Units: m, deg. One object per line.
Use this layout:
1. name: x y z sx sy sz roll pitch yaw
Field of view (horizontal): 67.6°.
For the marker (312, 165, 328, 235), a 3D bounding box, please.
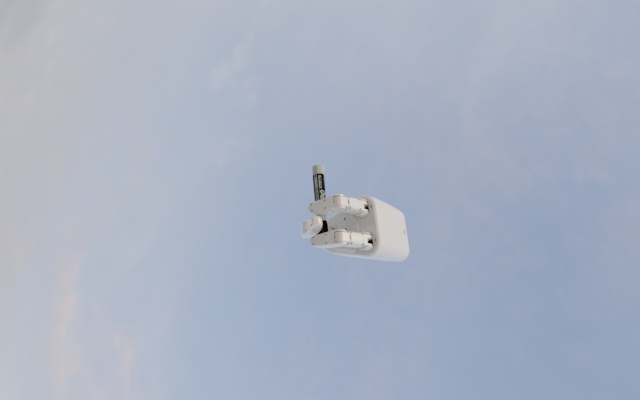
1. marker: 0.000 0.002 0.751 0.020 0.121 0.020 -4 -19 -1
